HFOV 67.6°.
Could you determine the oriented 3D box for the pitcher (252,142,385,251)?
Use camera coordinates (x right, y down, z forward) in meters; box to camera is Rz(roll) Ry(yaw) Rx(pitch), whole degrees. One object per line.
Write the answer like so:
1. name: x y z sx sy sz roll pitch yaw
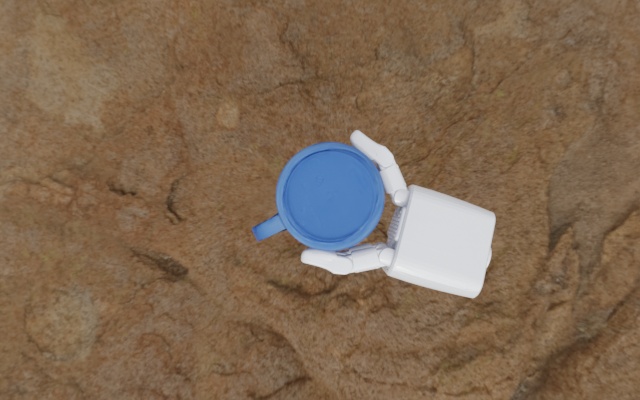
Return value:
1. pitcher: 0.000 0.002 0.579 0.145 0.149 0.243 20 0 0
